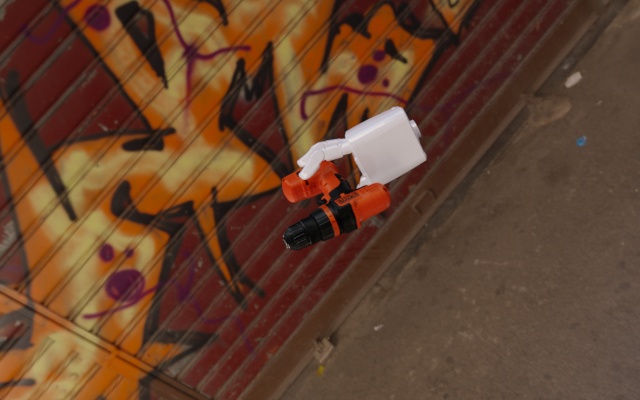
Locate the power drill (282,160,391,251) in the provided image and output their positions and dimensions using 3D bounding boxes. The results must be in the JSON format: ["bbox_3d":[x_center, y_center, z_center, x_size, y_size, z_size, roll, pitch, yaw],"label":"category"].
[{"bbox_3d":[0.000,0.002,0.803,0.184,0.057,0.187,-24,31,-13],"label":"power drill"}]
